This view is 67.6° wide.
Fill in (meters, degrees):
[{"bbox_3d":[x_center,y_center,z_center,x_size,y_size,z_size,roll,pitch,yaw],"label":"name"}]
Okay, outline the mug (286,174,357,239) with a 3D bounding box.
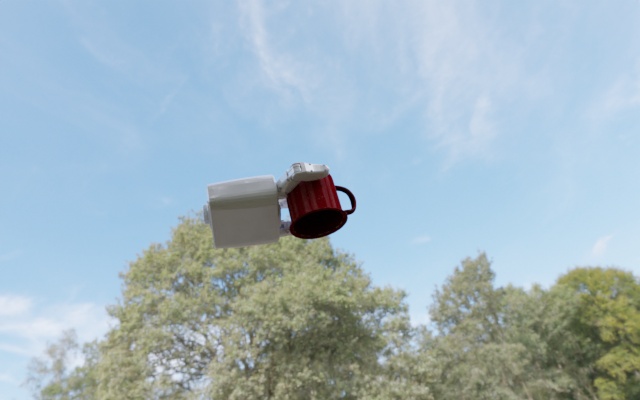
[{"bbox_3d":[0.001,0.002,0.761,0.117,0.081,0.093,-7,-32,-14],"label":"mug"}]
